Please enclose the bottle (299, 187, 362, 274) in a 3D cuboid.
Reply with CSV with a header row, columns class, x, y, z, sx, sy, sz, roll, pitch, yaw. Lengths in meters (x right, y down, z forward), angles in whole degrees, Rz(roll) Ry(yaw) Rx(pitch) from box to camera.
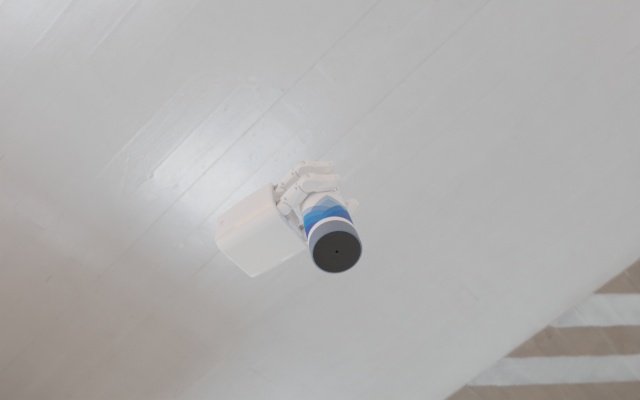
class,x,y,z,sx,sy,sz,roll,pitch,yaw
bottle,0.000,0.002,0.734,0.069,0.069,0.295,0,25,-9
